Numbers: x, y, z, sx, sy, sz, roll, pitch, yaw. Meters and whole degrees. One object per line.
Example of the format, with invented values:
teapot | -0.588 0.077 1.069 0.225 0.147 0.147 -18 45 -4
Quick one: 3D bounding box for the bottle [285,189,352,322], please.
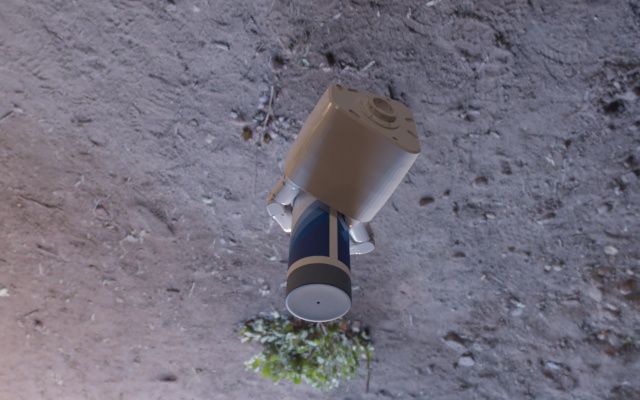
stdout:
bottle | 0.000 0.002 0.580 0.069 0.069 0.295 0 43 1
